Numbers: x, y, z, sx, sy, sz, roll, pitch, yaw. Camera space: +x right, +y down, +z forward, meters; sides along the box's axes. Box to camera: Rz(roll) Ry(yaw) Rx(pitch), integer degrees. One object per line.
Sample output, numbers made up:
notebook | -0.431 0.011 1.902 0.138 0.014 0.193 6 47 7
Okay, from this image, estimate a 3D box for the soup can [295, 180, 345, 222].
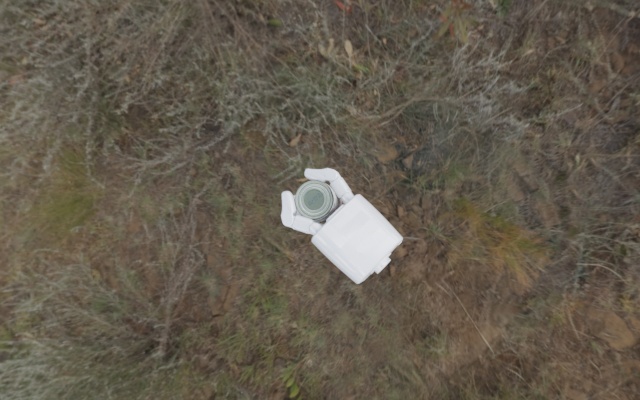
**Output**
soup can | 0.000 0.002 0.836 0.068 0.068 0.102 0 -4 13
